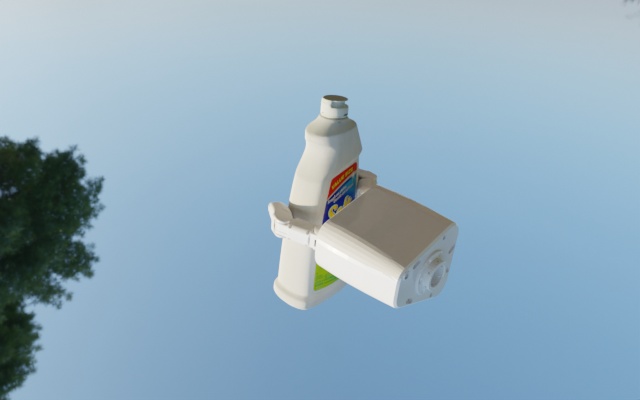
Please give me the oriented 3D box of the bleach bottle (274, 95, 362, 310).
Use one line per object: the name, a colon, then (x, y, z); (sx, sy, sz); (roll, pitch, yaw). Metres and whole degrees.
bleach bottle: (0.000, 0.002, 0.573); (0.068, 0.251, 0.102); (26, 33, 36)
